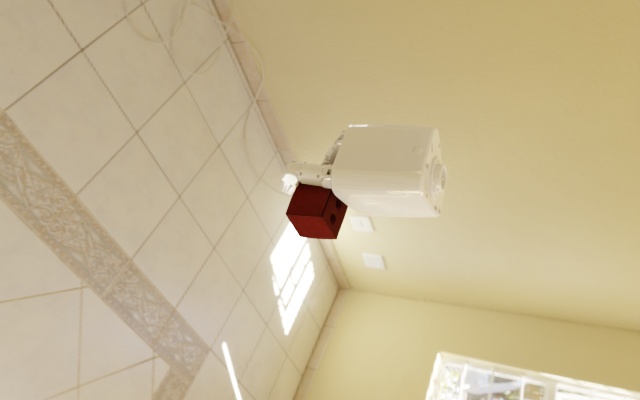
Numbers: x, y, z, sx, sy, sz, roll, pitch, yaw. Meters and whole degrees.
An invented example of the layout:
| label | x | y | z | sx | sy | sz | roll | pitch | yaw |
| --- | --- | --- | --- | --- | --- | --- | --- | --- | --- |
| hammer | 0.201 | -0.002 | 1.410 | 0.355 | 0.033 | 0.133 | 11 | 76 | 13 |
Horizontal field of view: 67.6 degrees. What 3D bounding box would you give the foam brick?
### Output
| label | x | y | z | sx | sy | sz | roll | pitch | yaw |
| --- | --- | --- | --- | --- | --- | --- | --- | --- | --- |
| foam brick | 0.000 | 0.002 | 0.587 | 0.051 | 0.078 | 0.053 | 5 | -33 | 26 |
